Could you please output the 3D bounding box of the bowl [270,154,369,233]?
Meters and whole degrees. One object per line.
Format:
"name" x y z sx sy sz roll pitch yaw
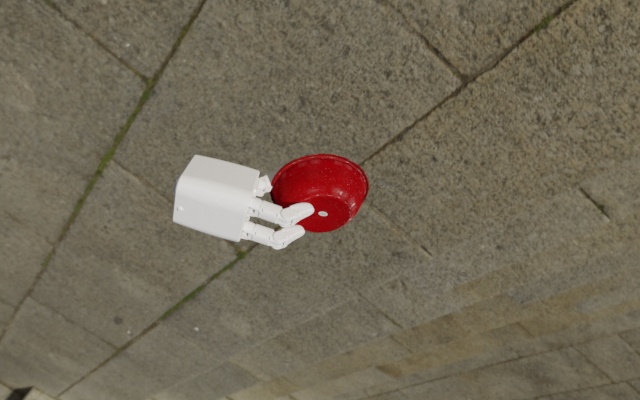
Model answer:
"bowl" 0.001 0.003 0.761 0.162 0.055 0.162 -3 -42 -3
